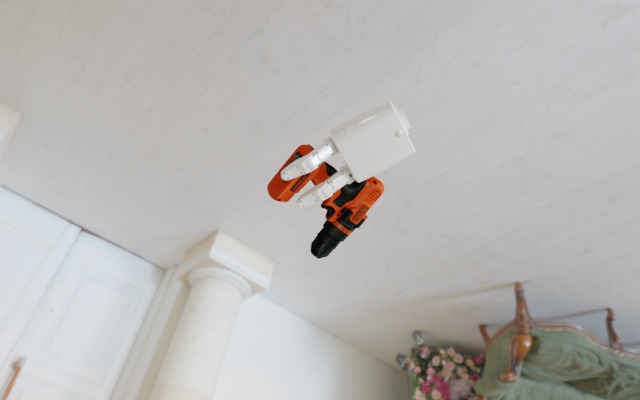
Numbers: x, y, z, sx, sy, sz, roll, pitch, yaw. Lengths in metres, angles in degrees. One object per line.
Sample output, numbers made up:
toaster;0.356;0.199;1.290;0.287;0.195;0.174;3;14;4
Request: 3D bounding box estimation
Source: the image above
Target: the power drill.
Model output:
power drill;0.000;0.002;0.831;0.188;0.184;0.057;32;10;-38
